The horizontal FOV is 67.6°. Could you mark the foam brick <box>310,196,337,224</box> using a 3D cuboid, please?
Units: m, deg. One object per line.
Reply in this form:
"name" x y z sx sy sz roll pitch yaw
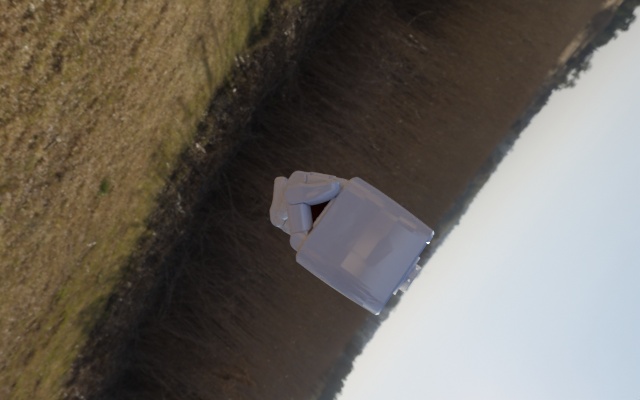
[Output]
"foam brick" 0.000 0.002 0.591 0.051 0.053 0.078 31 7 13
